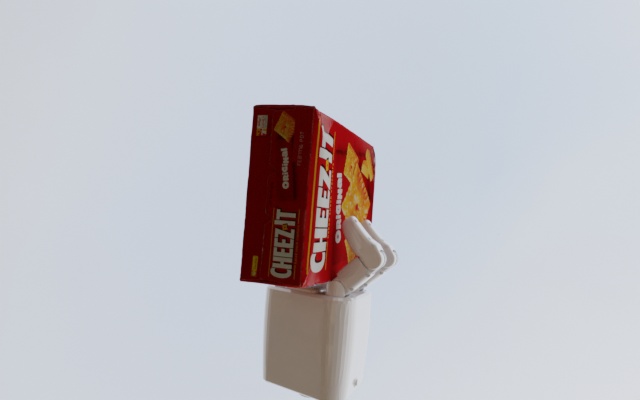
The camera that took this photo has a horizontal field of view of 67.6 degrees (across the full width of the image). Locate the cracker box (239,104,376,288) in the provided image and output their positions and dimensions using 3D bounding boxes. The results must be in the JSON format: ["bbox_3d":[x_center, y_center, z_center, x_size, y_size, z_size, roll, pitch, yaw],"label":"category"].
[{"bbox_3d":[0.000,0.002,0.520,0.072,0.164,0.214,3,-3,21],"label":"cracker box"}]
